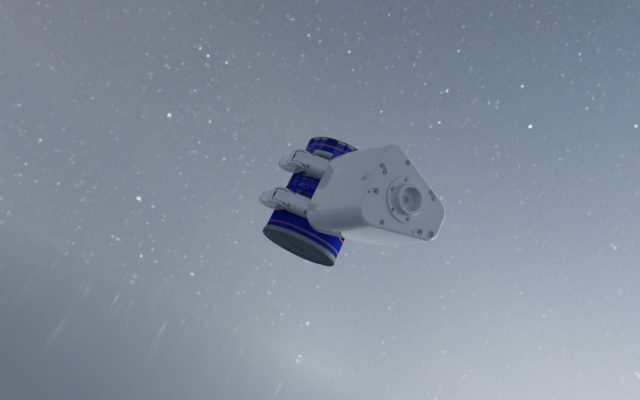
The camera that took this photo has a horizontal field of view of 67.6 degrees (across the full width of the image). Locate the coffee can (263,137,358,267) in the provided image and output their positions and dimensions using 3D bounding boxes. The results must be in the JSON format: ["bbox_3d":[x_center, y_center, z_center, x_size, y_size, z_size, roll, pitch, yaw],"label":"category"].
[{"bbox_3d":[0.000,0.002,0.634,0.103,0.140,0.103,23,-17,8],"label":"coffee can"}]
